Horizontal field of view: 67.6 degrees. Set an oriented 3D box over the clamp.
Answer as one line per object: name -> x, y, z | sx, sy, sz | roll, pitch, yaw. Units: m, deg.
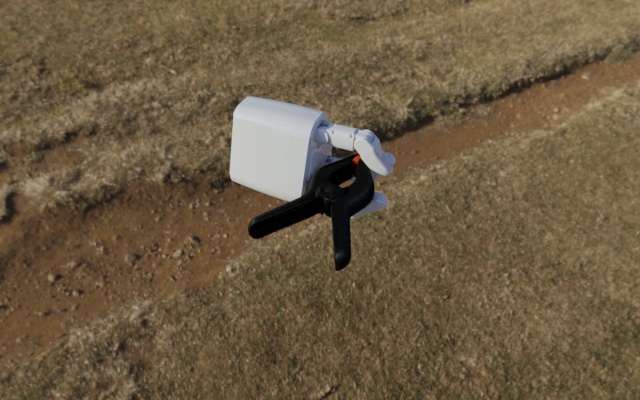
clamp -> 0.000, 0.001, 0.540 | 0.120, 0.039, 0.171 | 16, 43, 15
